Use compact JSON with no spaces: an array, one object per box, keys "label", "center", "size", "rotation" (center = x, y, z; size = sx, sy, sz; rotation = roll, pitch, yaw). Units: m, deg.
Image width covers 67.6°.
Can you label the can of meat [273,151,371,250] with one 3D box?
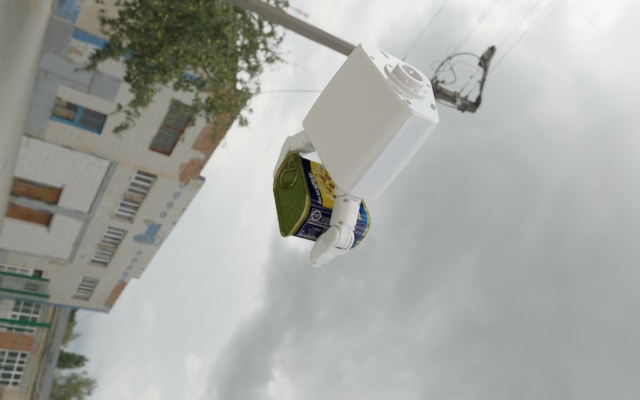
[{"label":"can of meat","center":[0.000,0.002,0.529],"size":[0.084,0.057,0.102],"rotation":[17,37,-28]}]
